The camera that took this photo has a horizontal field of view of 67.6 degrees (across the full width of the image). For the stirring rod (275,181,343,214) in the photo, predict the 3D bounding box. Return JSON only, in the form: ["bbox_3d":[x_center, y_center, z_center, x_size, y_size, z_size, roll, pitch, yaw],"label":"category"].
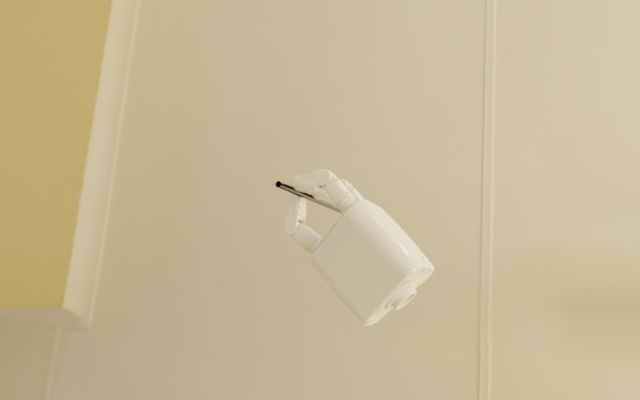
[{"bbox_3d":[0.000,0.002,0.680,0.011,0.011,0.239,0,-10,25],"label":"stirring rod"}]
